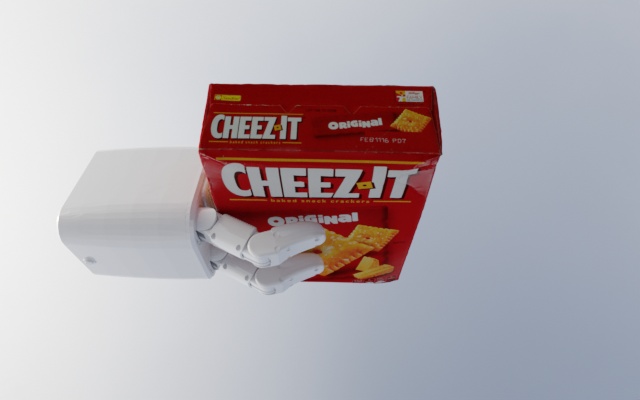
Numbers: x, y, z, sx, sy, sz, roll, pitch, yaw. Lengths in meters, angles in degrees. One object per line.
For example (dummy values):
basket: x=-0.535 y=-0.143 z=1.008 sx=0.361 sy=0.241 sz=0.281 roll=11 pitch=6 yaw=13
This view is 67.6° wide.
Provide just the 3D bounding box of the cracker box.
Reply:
cracker box: x=0.000 y=0.001 z=0.411 sx=0.164 sy=0.072 sz=0.214 roll=0 pitch=-32 yaw=0
